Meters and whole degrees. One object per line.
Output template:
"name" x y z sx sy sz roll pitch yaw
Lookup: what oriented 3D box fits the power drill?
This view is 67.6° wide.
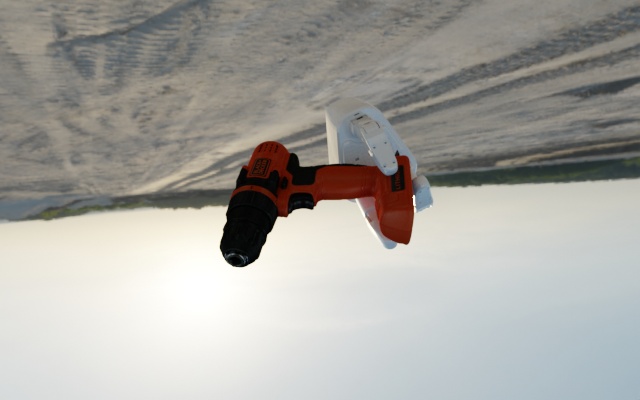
"power drill" 0.001 0.002 0.496 0.187 0.057 0.184 4 40 4
